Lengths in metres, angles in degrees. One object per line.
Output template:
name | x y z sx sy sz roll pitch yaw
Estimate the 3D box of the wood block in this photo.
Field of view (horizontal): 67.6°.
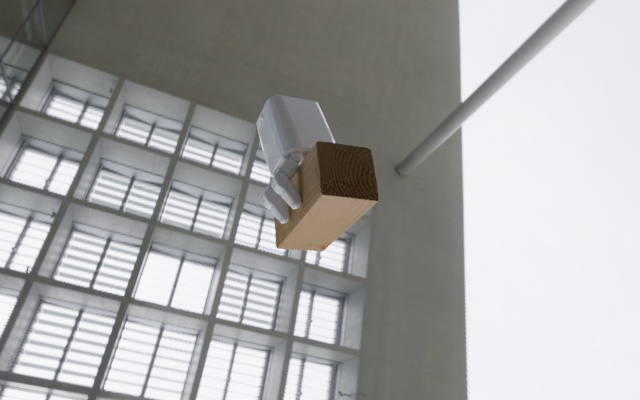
wood block | 0.000 0.002 0.757 0.091 0.090 0.206 5 -28 -22
